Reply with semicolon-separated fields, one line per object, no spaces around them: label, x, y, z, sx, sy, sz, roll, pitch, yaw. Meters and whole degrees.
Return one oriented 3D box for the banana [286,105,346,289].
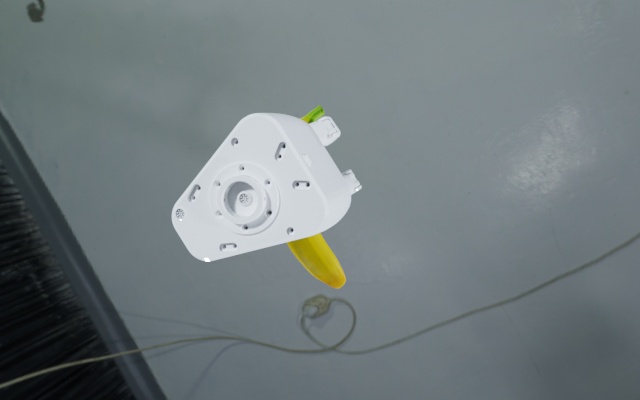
banana;-0.019;0.001;0.508;0.069;0.198;0.037;-7;3;5
